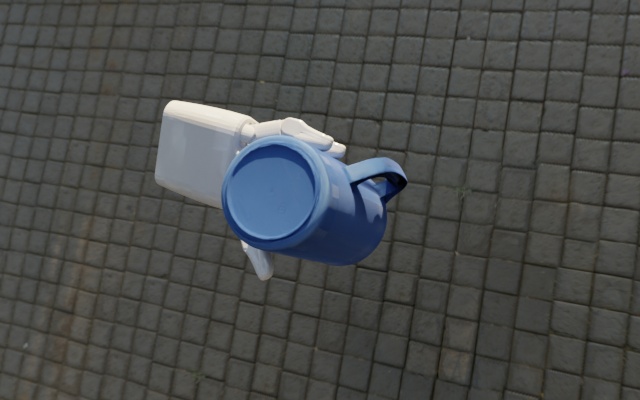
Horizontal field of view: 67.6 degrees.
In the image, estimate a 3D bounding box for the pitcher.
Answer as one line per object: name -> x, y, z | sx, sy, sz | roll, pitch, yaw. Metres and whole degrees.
pitcher -> 0.000, 0.002, 0.538 | 0.145, 0.149, 0.243 | 20, -1, 18
